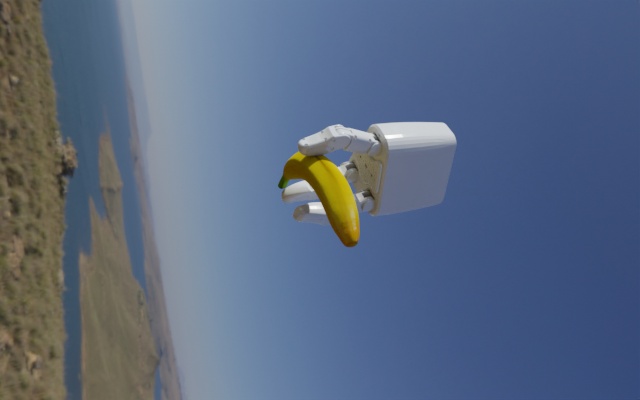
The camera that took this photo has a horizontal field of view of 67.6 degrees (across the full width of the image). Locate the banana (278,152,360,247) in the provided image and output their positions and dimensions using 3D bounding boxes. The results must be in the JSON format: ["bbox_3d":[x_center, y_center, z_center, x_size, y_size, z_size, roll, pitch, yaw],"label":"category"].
[{"bbox_3d":[0.000,-0.017,0.553,0.037,0.070,0.197,-6,23,-23],"label":"banana"}]
